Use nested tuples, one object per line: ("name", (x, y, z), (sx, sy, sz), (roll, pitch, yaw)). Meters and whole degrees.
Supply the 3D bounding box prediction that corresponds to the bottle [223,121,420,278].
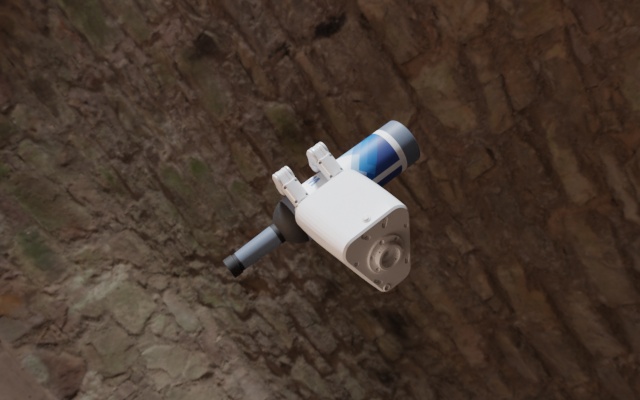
("bottle", (0.000, 0.002, 0.632), (0.295, 0.069, 0.069), (-36, 9, -12))
